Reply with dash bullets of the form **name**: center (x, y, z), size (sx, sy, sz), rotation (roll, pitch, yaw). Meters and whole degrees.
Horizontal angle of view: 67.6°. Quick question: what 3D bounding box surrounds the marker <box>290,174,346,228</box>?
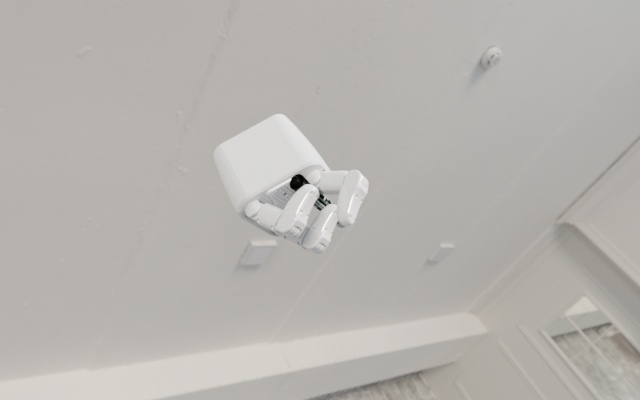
- **marker**: center (0.000, 0.002, 0.554), size (0.020, 0.020, 0.121), rotation (0, -24, 31)
